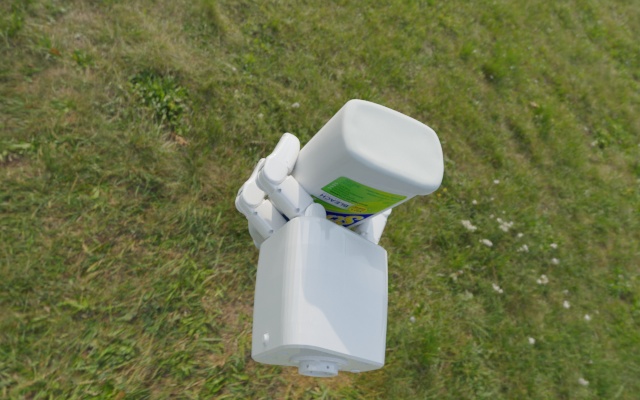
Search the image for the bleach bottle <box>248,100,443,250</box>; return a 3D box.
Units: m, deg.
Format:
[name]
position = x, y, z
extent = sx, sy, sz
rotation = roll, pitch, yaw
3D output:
[bleach bottle]
position = 0.000, 0.001, 0.476
extent = 0.102, 0.068, 0.251
rotation = 18, -31, -23
